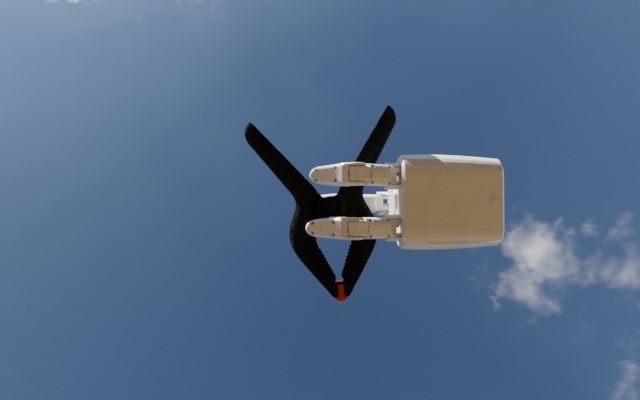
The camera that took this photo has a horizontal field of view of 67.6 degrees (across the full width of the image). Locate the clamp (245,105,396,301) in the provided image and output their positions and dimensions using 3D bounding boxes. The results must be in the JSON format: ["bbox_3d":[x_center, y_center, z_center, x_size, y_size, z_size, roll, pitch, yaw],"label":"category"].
[{"bbox_3d":[0.000,0.002,0.519,0.164,0.210,0.036,0,-2,1],"label":"clamp"}]
